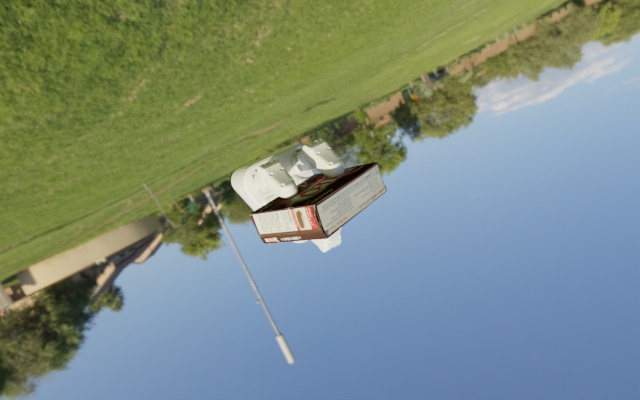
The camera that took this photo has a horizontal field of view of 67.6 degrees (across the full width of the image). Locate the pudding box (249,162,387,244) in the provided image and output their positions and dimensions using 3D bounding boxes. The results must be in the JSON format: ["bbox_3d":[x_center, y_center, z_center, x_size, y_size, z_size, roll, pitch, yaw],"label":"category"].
[{"bbox_3d":[0.000,0.002,0.481,0.090,0.039,0.113,-10,19,42],"label":"pudding box"}]
